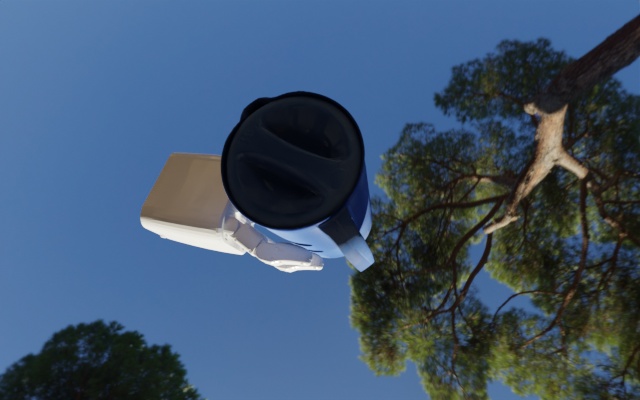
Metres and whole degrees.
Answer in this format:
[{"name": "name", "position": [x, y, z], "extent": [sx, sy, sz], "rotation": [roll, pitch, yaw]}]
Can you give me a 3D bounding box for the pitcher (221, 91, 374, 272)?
[{"name": "pitcher", "position": [0.000, 0.002, 0.530], "extent": [0.145, 0.149, 0.243], "rotation": [6, -15, 13]}]
